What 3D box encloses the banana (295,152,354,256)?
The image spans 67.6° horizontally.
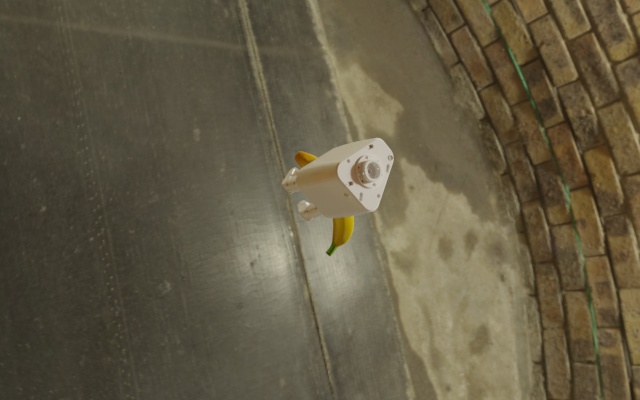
[{"bbox_3d":[0.017,-0.001,0.838,0.069,0.198,0.037,-25,15,-24],"label":"banana"}]
